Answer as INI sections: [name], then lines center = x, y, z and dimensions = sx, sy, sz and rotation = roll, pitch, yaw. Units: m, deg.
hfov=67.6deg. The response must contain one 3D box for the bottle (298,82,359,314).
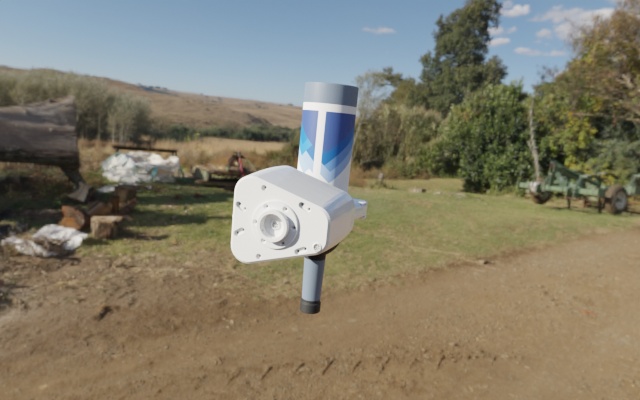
[bottle]
center = 0.000, 0.002, 0.614
dimensions = 0.069, 0.296, 0.069
rotation = 6, 9, -1
